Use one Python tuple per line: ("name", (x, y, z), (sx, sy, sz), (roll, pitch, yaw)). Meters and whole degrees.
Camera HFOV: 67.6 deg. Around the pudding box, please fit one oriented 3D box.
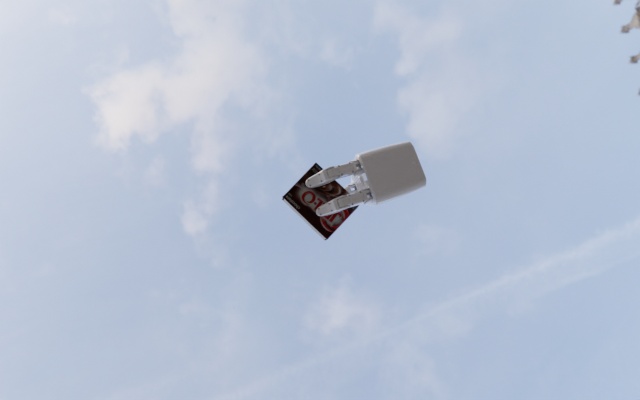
("pudding box", (0.000, 0.003, 0.865), (0.113, 0.090, 0.039), (43, -13, 3))
